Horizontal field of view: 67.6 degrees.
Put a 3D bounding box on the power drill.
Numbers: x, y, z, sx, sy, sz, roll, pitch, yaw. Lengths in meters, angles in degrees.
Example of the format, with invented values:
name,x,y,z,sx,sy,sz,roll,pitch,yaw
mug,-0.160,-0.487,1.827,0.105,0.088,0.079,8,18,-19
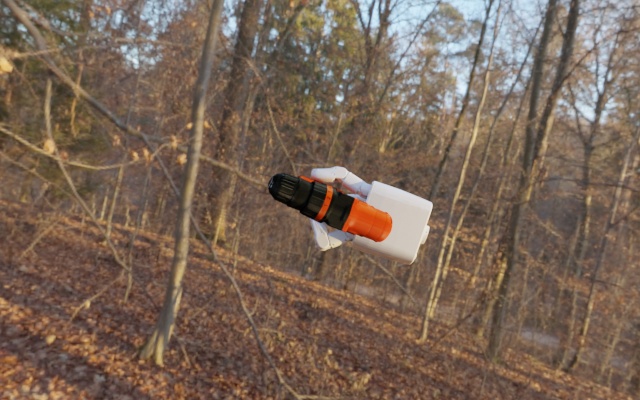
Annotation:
name,x,y,z,sx,sy,sz,roll,pitch,yaw
power drill,0.000,0.002,0.725,0.184,0.057,0.187,24,2,-13
